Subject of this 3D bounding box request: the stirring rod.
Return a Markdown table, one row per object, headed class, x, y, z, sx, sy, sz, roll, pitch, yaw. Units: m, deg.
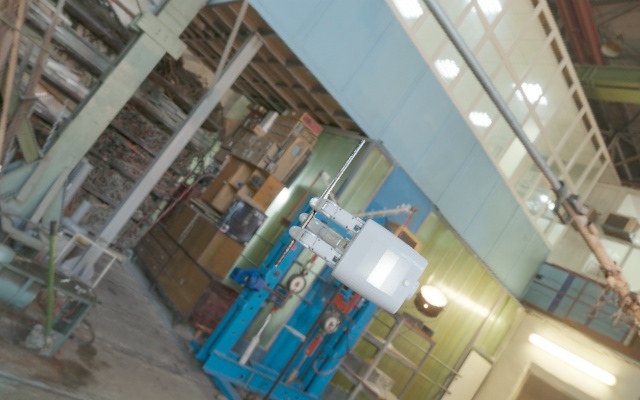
| class | x | y | z | sx | sy | sz | roll | pitch | yaw |
| --- | --- | --- | --- | --- | --- | --- | --- | --- | --- |
| stirring rod | 0.000 | 0.003 | 0.745 | 0.011 | 0.239 | 0.011 | 34 | -7 | 5 |
